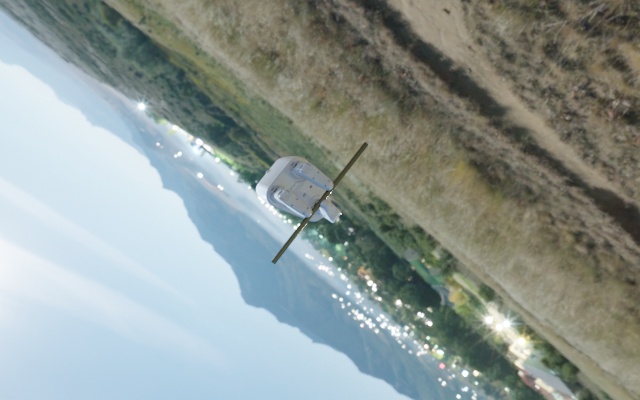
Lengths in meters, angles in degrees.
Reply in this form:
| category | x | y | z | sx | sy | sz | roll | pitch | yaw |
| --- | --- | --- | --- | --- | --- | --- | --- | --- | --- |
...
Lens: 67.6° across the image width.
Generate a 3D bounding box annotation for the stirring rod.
| category | x | y | z | sx | sy | sz | roll | pitch | yaw |
| --- | --- | --- | --- | --- | --- | --- | --- | --- | --- |
| stirring rod | 0.000 | 0.002 | 0.752 | 0.011 | 0.239 | 0.011 | 37 | -7 | 6 |
